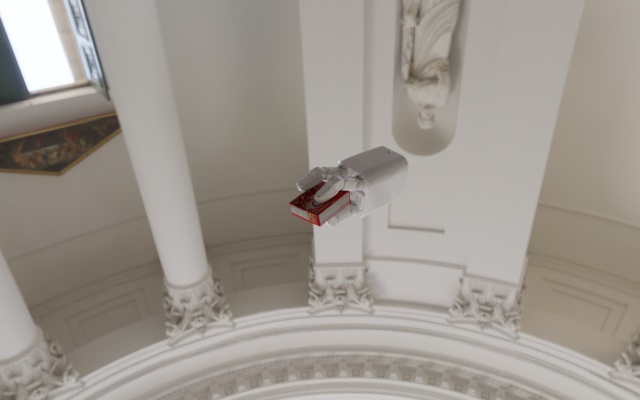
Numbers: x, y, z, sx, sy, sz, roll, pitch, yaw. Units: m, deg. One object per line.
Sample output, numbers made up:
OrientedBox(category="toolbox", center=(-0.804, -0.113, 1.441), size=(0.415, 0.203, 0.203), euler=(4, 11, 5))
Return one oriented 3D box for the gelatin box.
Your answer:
OrientedBox(category="gelatin box", center=(0.000, 0.003, 0.868), size=(0.073, 0.030, 0.089), euler=(23, 48, 38))
